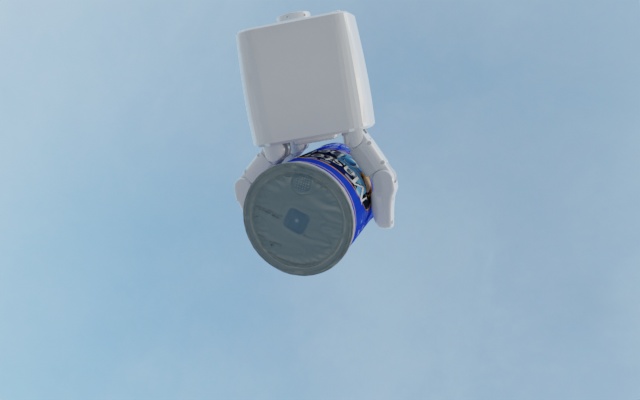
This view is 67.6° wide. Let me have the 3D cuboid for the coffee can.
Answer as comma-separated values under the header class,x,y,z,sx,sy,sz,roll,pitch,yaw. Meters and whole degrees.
class,x,y,z,sx,sy,sz,roll,pitch,yaw
coffee can,0.000,0.002,0.477,0.103,0.103,0.140,0,14,18
